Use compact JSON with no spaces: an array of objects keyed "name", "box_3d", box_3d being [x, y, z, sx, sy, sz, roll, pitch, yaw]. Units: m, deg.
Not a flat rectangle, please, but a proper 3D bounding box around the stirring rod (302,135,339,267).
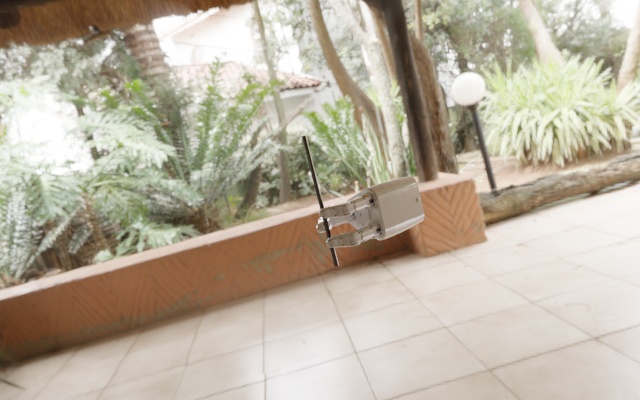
[{"name":"stirring rod","box_3d":[0.000,0.003,0.848,0.011,0.239,0.011,-14,8,2]}]
